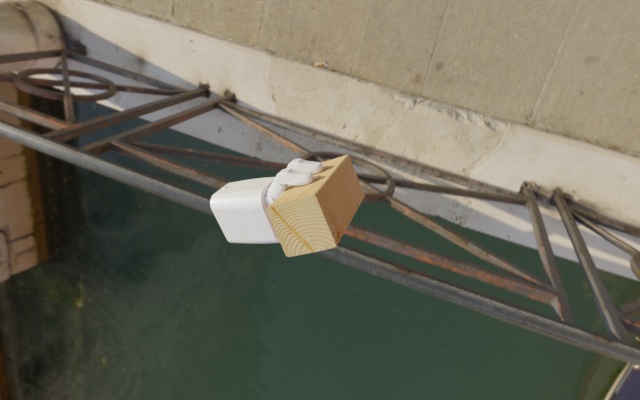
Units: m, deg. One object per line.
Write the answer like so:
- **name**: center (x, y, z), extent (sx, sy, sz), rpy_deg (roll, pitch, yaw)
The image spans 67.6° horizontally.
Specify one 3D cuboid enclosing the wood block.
- **wood block**: center (0.000, 0.003, 0.815), extent (0.090, 0.091, 0.206), rpy_deg (-15, 17, 23)
